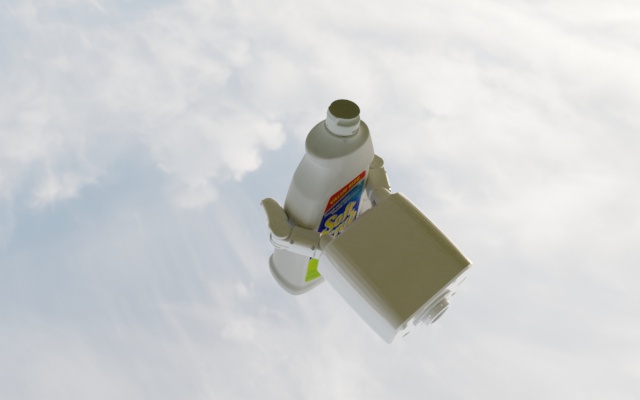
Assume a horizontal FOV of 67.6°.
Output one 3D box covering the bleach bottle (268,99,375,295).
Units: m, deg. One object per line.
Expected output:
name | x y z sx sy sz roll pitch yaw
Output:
bleach bottle | 0.000 0.002 0.514 0.102 0.068 0.251 -28 -30 -27
